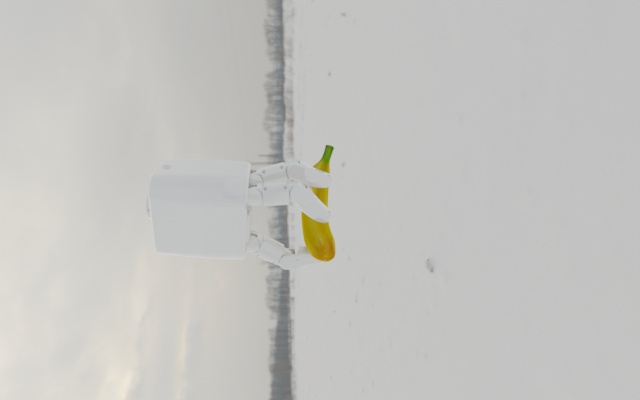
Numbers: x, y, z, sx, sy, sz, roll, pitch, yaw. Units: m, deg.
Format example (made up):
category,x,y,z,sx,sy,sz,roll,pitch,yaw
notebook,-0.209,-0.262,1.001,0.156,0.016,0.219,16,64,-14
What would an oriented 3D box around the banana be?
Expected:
category,x,y,z,sx,sy,sz,roll,pitch,yaw
banana,-0.004,0.013,0.610,0.037,0.197,0.070,7,-46,-9
